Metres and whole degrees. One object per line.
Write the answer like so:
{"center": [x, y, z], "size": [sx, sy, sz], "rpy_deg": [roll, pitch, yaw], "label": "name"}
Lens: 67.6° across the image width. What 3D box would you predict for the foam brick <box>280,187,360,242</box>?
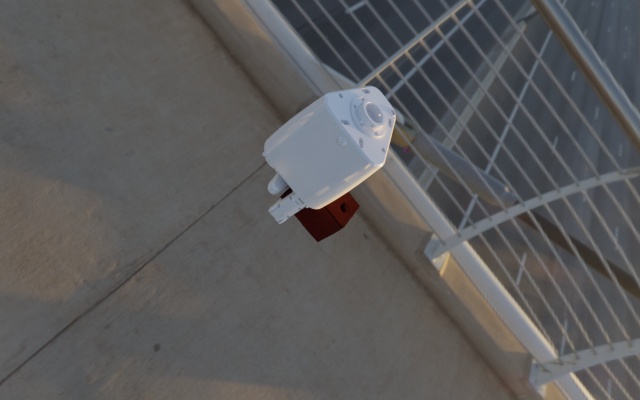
{"center": [0.000, 0.002, 0.596], "size": [0.051, 0.078, 0.053], "rpy_deg": [-32, 11, 41], "label": "foam brick"}
